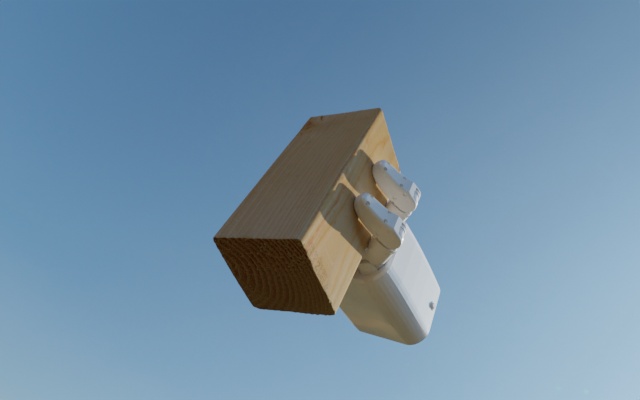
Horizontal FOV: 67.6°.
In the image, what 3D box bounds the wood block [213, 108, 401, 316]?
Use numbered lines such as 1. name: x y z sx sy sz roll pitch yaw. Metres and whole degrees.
1. wood block: 0.000 0.002 0.470 0.091 0.090 0.206 -3 36 30
